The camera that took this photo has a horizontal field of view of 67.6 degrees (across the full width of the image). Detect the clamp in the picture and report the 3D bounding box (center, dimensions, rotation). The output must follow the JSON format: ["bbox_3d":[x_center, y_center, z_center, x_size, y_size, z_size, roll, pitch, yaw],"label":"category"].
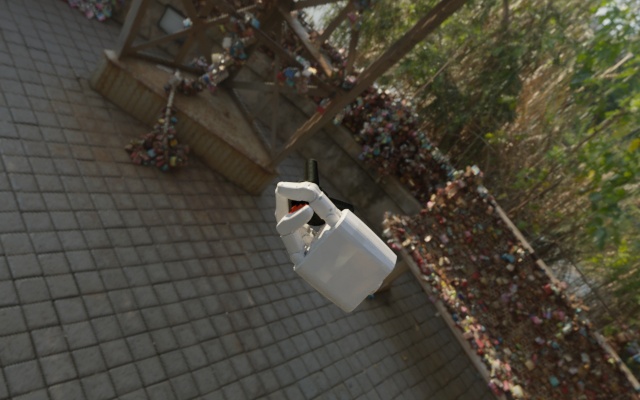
[{"bbox_3d":[0.000,0.002,0.763,0.039,0.120,0.171,-46,6,28],"label":"clamp"}]
